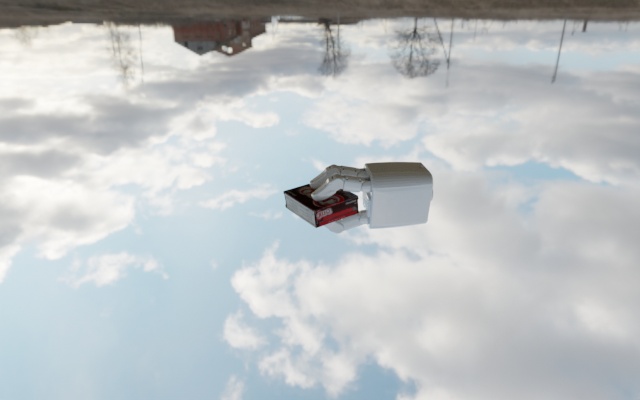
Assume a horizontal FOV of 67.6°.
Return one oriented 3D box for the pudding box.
[{"bbox_3d":[0.000,0.003,0.842,0.090,0.039,0.113,-17,25,-28],"label":"pudding box"}]
